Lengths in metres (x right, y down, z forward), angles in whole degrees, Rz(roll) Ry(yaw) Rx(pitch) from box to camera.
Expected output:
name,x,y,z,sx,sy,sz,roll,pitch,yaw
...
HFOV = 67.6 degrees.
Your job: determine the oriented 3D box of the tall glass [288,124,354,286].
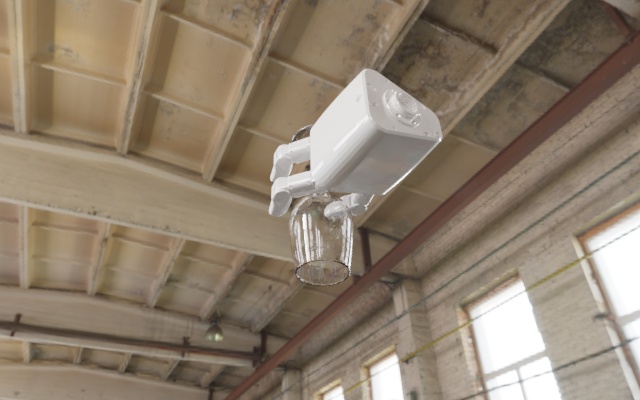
name,x,y,z,sx,sy,sz,roll,pitch,yaw
tall glass,0.000,0.001,0.591,0.079,0.200,0.079,-1,-36,-1
